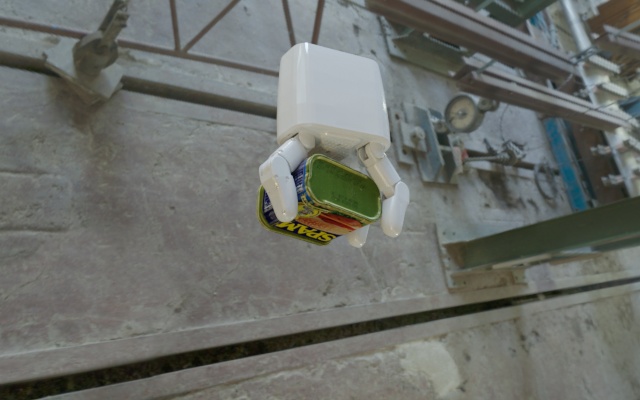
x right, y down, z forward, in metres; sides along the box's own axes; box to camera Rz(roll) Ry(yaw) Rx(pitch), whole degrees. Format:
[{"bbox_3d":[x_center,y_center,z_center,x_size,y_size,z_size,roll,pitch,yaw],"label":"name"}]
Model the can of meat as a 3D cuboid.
[{"bbox_3d":[0.000,0.002,0.489,0.102,0.057,0.084,20,-32,-34],"label":"can of meat"}]
